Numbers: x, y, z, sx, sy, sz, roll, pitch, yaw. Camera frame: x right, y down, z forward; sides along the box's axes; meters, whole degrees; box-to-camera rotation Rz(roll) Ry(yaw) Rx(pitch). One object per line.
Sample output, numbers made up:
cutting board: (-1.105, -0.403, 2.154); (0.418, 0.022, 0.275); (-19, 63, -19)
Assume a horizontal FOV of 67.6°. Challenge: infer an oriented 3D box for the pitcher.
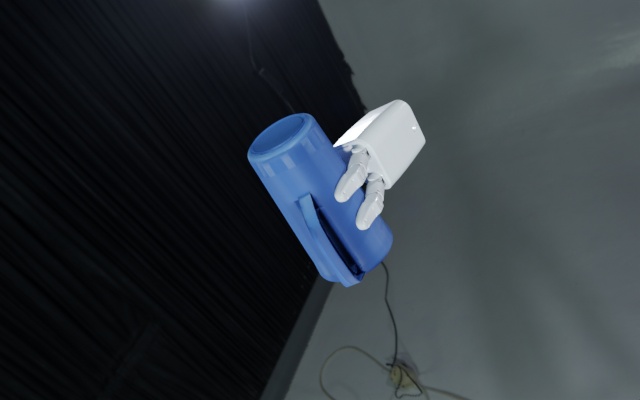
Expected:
pitcher: (0.000, 0.002, 0.702); (0.145, 0.243, 0.149); (-47, 31, -23)
